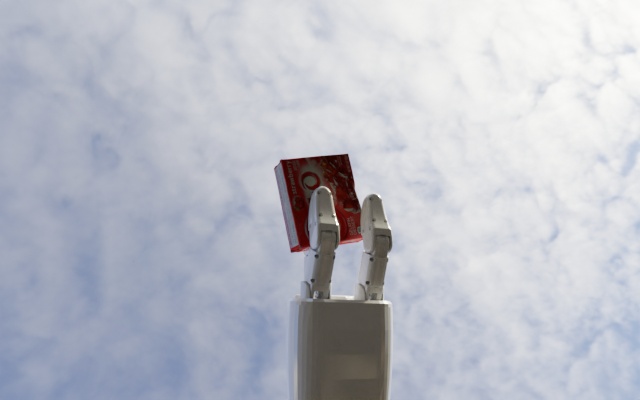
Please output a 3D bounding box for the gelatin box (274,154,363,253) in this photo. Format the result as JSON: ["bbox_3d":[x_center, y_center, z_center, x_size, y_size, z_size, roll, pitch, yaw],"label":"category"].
[{"bbox_3d":[0.000,0.001,0.467,0.073,0.089,0.030,-8,-12,-24],"label":"gelatin box"}]
